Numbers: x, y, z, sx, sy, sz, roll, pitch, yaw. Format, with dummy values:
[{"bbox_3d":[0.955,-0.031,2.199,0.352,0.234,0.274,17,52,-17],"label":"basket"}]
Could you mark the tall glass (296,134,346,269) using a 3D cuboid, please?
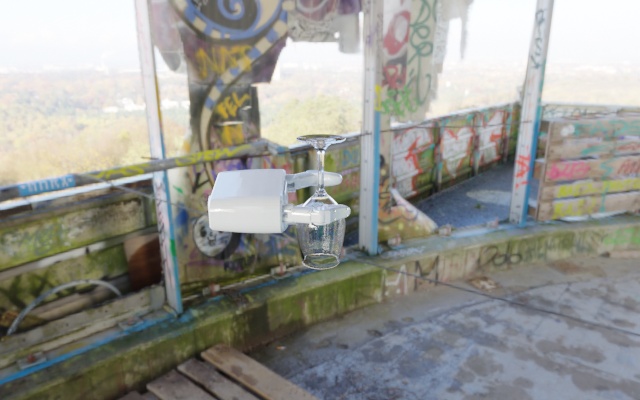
[{"bbox_3d":[0.000,0.002,0.739,0.079,0.201,0.079,0,17,0],"label":"tall glass"}]
